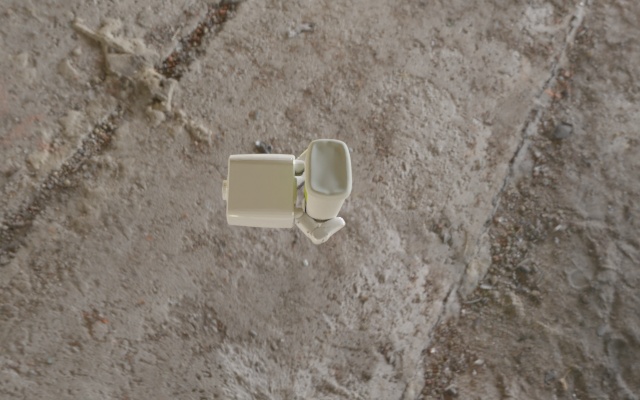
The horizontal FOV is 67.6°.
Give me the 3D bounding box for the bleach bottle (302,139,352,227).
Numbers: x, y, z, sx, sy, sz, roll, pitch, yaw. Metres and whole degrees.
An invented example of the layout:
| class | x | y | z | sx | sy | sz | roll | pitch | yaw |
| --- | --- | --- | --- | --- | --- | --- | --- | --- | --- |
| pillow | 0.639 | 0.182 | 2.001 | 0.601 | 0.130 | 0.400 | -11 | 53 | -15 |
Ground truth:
| class | x | y | z | sx | sy | sz | roll | pitch | yaw |
| --- | --- | --- | --- | --- | --- | --- | --- | --- | --- |
| bleach bottle | 0.000 | 0.003 | 0.800 | 0.068 | 0.102 | 0.251 | 2 | -25 | -5 |
